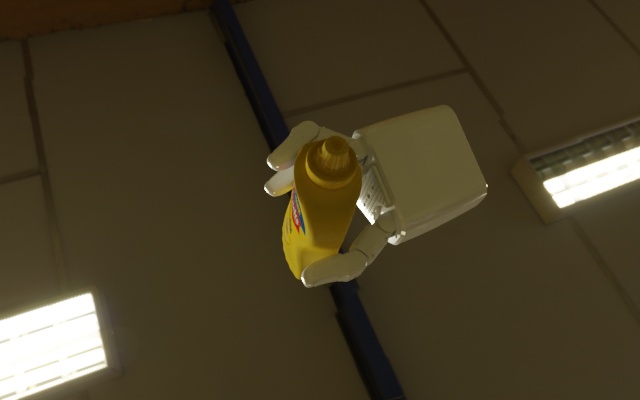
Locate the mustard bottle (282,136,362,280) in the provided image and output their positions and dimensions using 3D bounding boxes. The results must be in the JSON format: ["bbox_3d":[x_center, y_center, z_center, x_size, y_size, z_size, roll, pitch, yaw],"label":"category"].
[{"bbox_3d":[0.000,0.002,0.440,0.058,0.096,0.192,2,-27,-8],"label":"mustard bottle"}]
